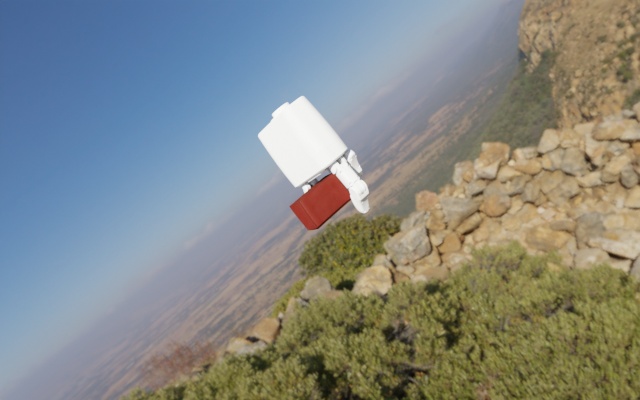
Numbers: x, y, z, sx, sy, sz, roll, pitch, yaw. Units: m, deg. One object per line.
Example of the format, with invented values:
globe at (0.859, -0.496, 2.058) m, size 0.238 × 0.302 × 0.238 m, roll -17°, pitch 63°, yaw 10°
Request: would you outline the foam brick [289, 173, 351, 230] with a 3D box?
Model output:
foam brick at (0.000, 0.003, 0.742) m, size 0.078 × 0.051 × 0.053 m, roll -41°, pitch 8°, yaw -21°
